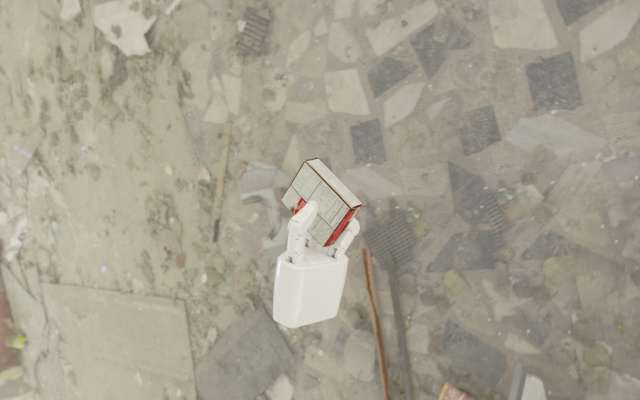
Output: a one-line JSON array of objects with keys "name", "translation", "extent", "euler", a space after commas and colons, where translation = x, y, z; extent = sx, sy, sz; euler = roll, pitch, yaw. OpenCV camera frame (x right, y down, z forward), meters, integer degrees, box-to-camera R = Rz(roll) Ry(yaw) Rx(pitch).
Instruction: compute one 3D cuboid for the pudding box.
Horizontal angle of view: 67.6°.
[{"name": "pudding box", "translation": [0.000, 0.003, 0.747], "extent": [0.113, 0.090, 0.039], "euler": [46, 33, 19]}]
